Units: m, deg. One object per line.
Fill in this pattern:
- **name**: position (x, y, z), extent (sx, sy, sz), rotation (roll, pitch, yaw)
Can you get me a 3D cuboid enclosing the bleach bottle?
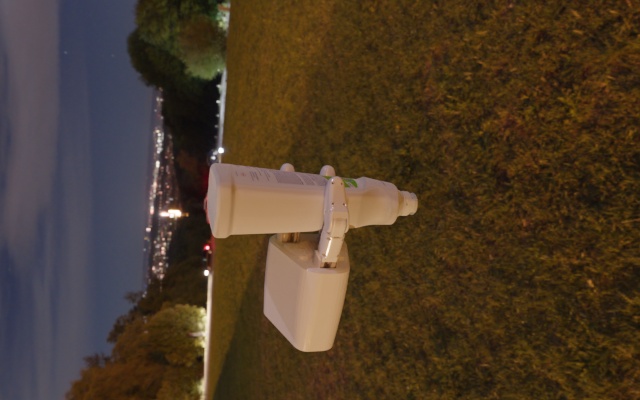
- **bleach bottle**: position (0.000, 0.002, 0.558), extent (0.251, 0.068, 0.102), rotation (3, 20, -19)
